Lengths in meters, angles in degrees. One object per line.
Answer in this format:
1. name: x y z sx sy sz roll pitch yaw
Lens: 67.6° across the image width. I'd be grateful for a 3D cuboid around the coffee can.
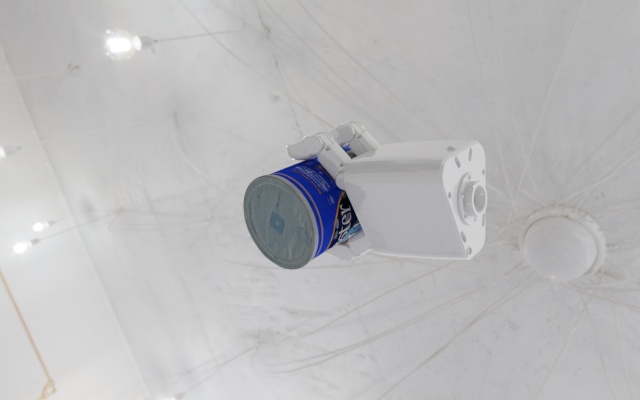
1. coffee can: 0.000 0.002 0.534 0.103 0.103 0.140 0 19 43
